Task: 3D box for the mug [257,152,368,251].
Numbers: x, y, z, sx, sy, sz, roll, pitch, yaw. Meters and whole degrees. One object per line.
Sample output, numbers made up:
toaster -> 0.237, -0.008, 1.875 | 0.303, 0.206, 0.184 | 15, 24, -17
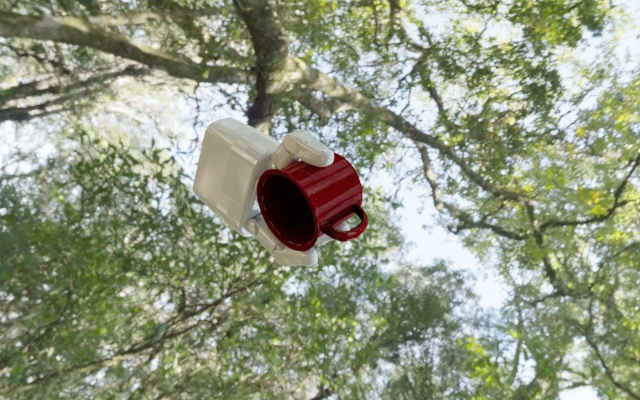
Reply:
mug -> 0.001, 0.002, 0.511 | 0.117, 0.093, 0.081 | 34, 45, 30
